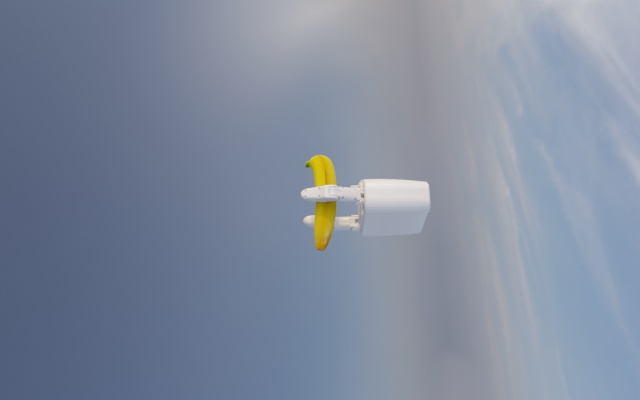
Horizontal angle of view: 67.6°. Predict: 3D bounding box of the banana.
[{"bbox_3d":[0.005,-0.012,0.805,0.037,0.197,0.070,6,-41,-14],"label":"banana"}]
